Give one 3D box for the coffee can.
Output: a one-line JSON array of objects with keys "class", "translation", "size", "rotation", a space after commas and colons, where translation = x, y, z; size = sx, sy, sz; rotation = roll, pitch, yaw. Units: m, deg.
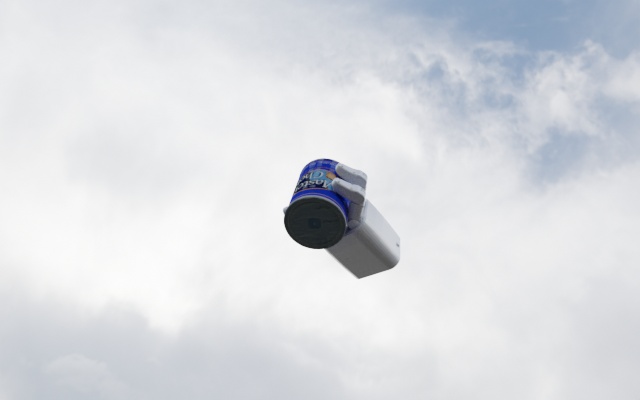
[{"class": "coffee can", "translation": [0.000, 0.003, 0.828], "size": [0.103, 0.103, 0.140], "rotation": [0, 31, 10]}]
